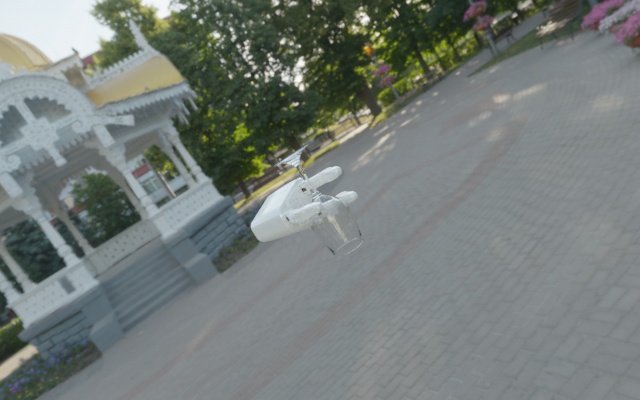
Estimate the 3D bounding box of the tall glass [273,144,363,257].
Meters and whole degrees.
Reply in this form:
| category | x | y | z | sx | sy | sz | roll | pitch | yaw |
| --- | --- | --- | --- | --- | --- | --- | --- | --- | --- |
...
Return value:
| category | x | y | z | sx | sy | sz | roll | pitch | yaw |
| --- | --- | --- | --- | --- | --- | --- | --- | --- | --- |
| tall glass | 0.000 | 0.002 | 0.859 | 0.079 | 0.201 | 0.079 | -32 | 8 | 5 |
